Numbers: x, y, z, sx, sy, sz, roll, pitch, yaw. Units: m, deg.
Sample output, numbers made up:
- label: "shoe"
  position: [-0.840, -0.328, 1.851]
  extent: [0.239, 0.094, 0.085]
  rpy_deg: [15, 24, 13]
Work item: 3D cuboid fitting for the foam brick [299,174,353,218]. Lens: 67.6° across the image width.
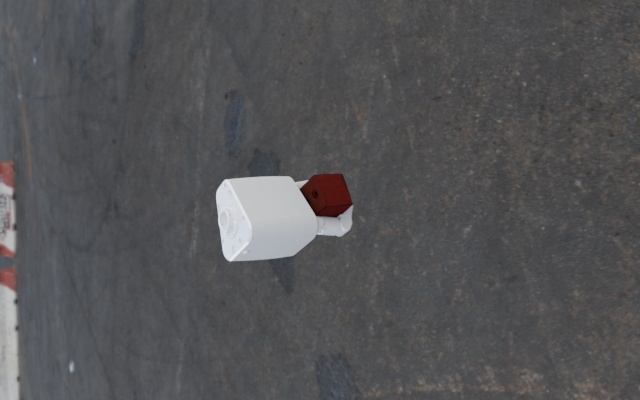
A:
- label: "foam brick"
  position: [0.000, 0.002, 0.700]
  extent: [0.051, 0.053, 0.078]
  rpy_deg: [-2, -28, -37]
